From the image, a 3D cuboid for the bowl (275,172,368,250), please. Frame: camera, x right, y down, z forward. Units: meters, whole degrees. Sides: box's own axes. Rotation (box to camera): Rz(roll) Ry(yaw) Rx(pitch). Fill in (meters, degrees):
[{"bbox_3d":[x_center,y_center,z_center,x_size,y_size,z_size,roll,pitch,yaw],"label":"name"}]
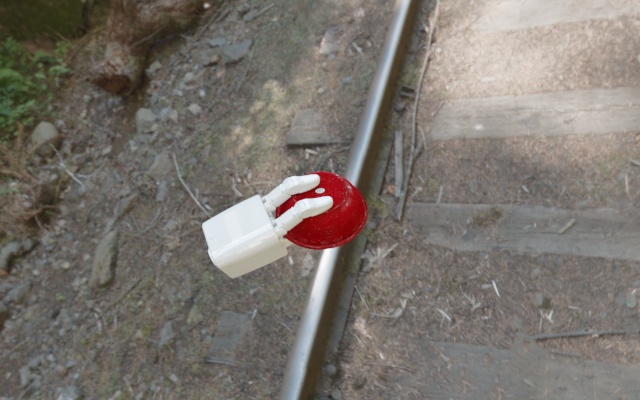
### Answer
[{"bbox_3d":[0.001,0.002,0.809,0.162,0.162,0.055,0,-40,5],"label":"bowl"}]
